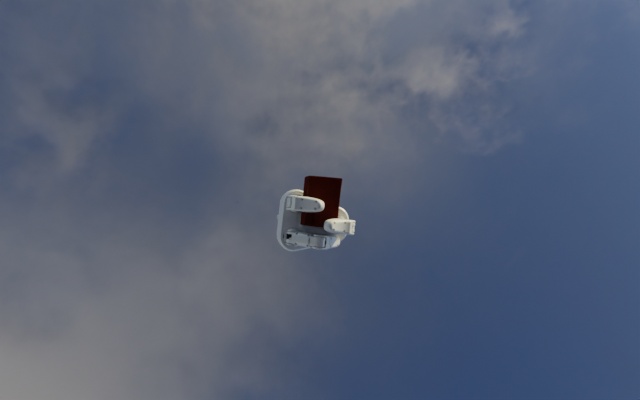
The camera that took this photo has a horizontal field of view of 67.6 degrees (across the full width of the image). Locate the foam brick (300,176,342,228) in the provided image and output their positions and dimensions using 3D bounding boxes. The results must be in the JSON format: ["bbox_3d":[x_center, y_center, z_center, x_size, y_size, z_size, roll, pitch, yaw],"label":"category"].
[{"bbox_3d":[0.000,0.002,0.734,0.053,0.078,0.051,7,-1,-9],"label":"foam brick"}]
